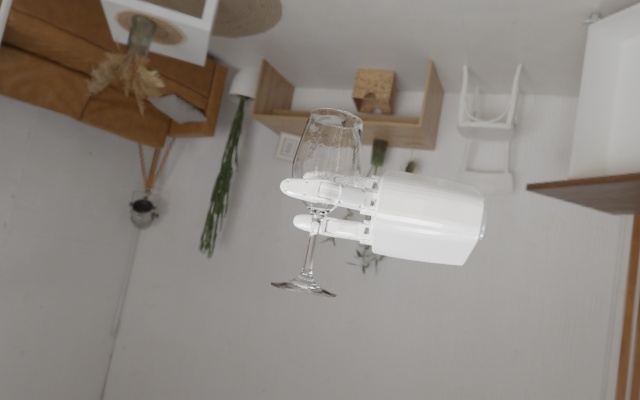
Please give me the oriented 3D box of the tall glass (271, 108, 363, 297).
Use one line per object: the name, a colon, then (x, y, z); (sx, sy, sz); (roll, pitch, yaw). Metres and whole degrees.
tall glass: (0.000, 0.002, 0.537); (0.079, 0.201, 0.079); (10, -6, 1)
